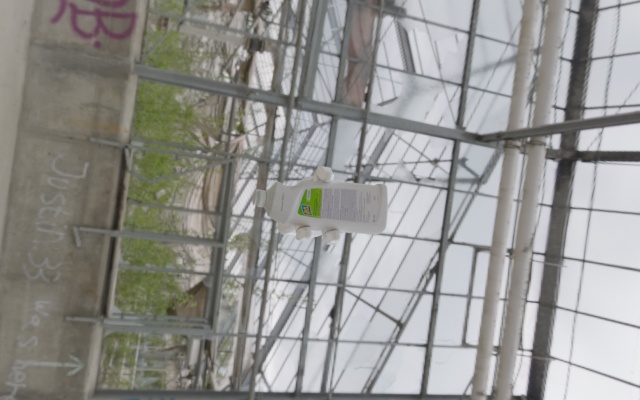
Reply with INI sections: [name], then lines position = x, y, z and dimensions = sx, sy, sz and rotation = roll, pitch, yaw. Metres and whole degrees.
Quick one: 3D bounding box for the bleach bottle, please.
[bleach bottle]
position = 0.000, 0.003, 0.892
dimensions = 0.251, 0.102, 0.068
rotation = 8, -17, -18
